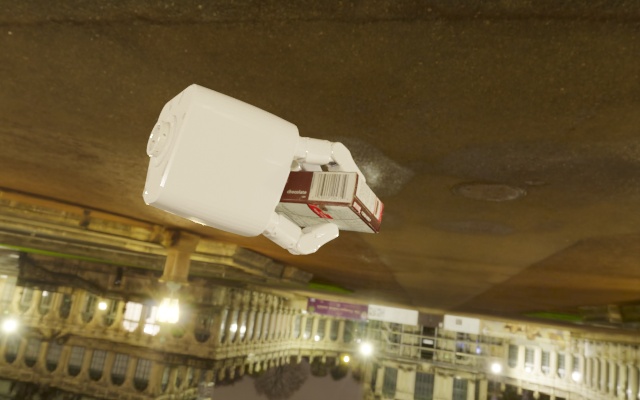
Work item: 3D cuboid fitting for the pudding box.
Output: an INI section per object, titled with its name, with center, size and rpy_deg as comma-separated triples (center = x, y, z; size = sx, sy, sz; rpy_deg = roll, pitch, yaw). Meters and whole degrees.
[pudding box]
center = 0.000, 0.002, 0.509
size = 0.113, 0.039, 0.090
rpy_deg = 5, -18, 27
